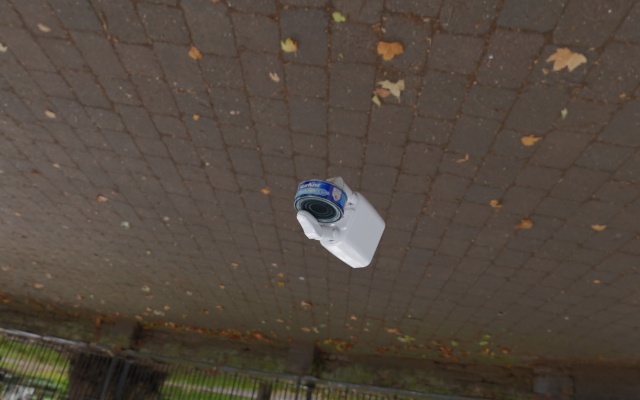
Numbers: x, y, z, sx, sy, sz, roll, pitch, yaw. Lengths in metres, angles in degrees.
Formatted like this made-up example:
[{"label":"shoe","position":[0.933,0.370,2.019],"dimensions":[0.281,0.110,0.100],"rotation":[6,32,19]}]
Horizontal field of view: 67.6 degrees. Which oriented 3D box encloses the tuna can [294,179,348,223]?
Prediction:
[{"label":"tuna can","position":[0.000,0.003,0.789],"dimensions":[0.086,0.033,0.086],"rotation":[12,-30,7]}]
